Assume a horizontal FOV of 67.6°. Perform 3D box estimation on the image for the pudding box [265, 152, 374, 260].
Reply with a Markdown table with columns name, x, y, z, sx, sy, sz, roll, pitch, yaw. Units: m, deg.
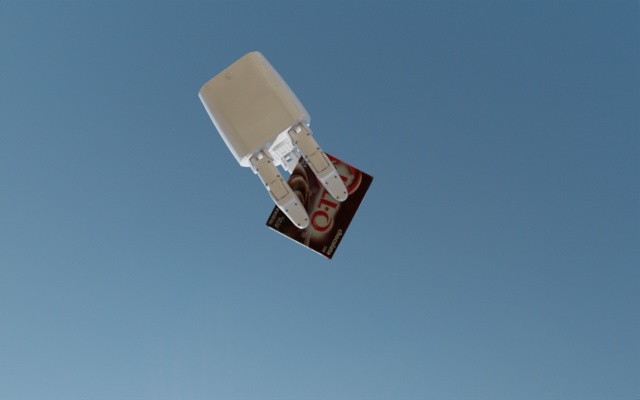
| name | x | y | z | sx | sy | sz | roll | pitch | yaw |
| --- | --- | --- | --- | --- | --- | --- | --- | --- | --- |
| pudding box | 0.000 | 0.002 | 0.578 | 0.090 | 0.113 | 0.039 | 27 | -1 | 7 |
